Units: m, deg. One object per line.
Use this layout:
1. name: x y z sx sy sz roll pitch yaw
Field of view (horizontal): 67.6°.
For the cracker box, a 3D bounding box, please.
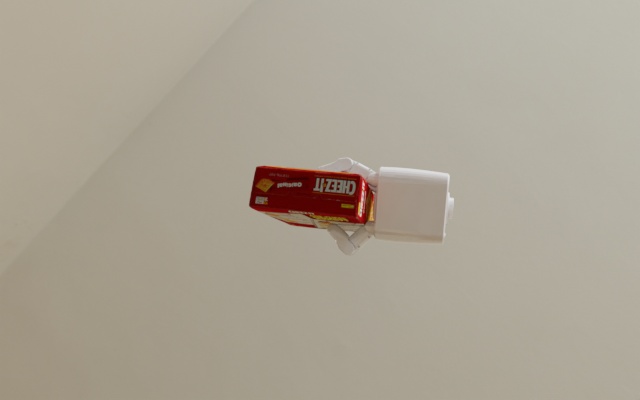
1. cracker box: 0.000 0.003 0.783 0.164 0.072 0.214 5 -9 13
